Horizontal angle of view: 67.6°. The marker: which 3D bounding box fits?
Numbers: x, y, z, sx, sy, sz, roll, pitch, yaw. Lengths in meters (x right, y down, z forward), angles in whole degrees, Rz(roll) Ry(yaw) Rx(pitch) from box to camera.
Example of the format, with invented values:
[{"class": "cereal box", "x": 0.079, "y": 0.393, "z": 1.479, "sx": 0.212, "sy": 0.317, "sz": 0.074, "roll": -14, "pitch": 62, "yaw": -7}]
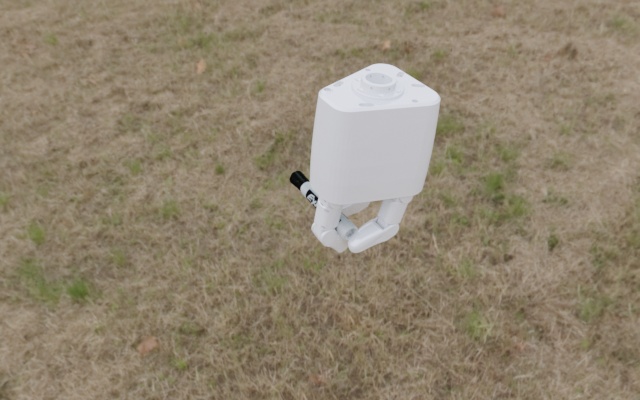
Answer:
[{"class": "marker", "x": 0.000, "y": 0.002, "z": 0.547, "sx": 0.020, "sy": 0.020, "sz": 0.121, "roll": 0, "pitch": 34, "yaw": -41}]
